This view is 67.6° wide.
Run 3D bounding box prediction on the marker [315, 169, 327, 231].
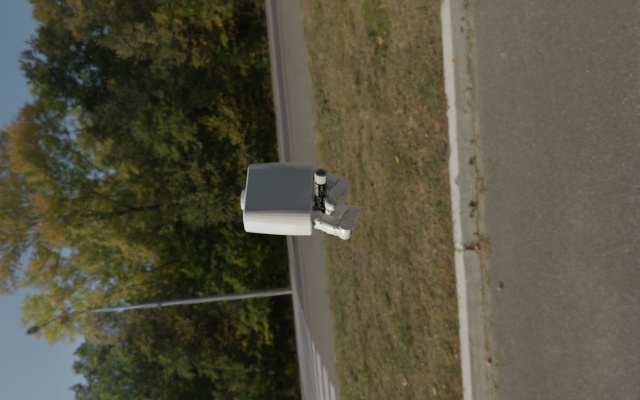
[{"bbox_3d":[0.000,0.002,0.740,0.020,0.121,0.020,0,44,0],"label":"marker"}]
